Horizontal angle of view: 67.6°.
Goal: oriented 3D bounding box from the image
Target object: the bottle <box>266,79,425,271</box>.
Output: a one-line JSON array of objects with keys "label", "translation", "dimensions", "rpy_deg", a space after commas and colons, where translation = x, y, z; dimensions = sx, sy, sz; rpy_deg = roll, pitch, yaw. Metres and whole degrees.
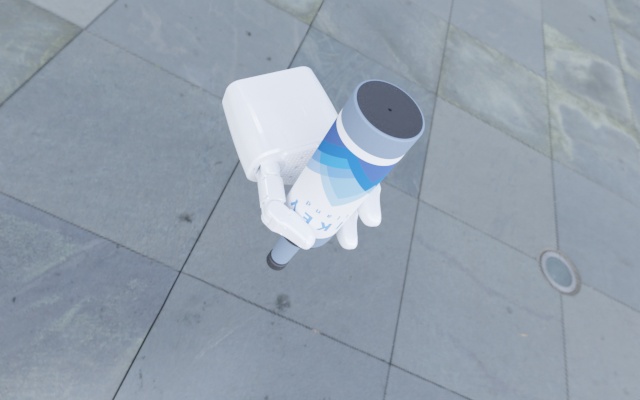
[{"label": "bottle", "translation": [0.000, 0.002, 0.502], "dimensions": [0.069, 0.069, 0.296], "rpy_deg": [0, -31, -27]}]
